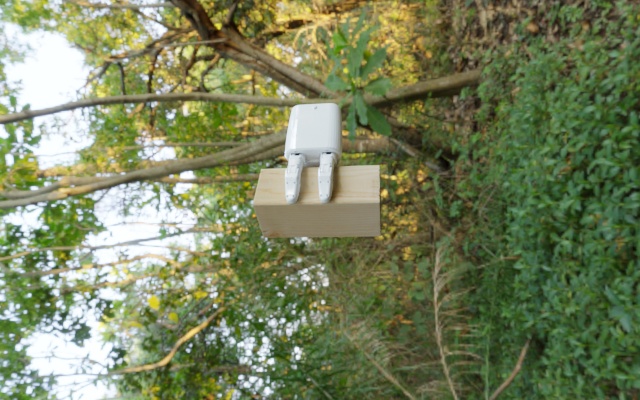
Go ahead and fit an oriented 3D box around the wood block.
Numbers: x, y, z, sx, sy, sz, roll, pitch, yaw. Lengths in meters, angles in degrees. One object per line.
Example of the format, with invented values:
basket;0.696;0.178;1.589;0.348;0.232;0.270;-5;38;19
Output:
wood block;0.000;0.003;0.824;0.206;0.090;0.091;-1;-42;8
